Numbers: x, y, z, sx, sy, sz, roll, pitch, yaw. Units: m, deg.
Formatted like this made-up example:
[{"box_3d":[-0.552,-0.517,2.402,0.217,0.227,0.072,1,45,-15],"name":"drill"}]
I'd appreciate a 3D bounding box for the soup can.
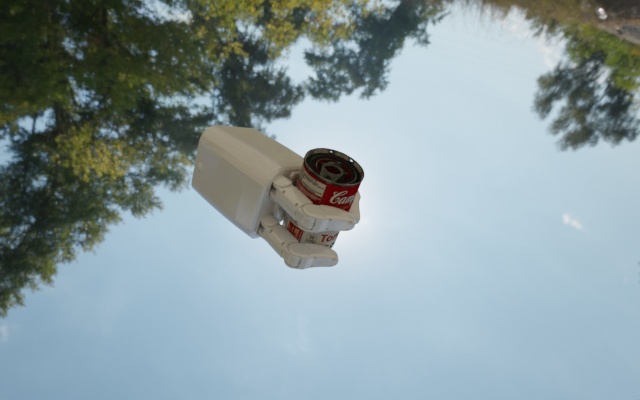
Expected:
[{"box_3d":[0.000,0.002,0.536,0.068,0.102,0.068,14,34,-10],"name":"soup can"}]
